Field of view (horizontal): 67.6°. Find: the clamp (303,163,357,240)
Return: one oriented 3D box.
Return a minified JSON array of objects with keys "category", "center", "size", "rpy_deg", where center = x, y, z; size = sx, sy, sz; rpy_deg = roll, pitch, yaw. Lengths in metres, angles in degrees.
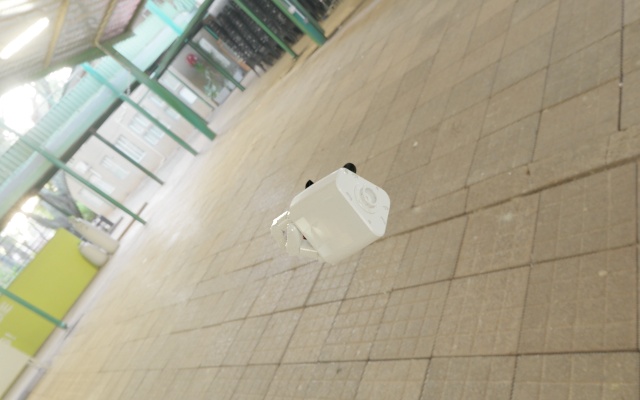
[{"category":"clamp","center":[0.000,0.002,0.813],"size":[0.039,0.171,0.120],"rpy_deg":[40,-48,-20]}]
